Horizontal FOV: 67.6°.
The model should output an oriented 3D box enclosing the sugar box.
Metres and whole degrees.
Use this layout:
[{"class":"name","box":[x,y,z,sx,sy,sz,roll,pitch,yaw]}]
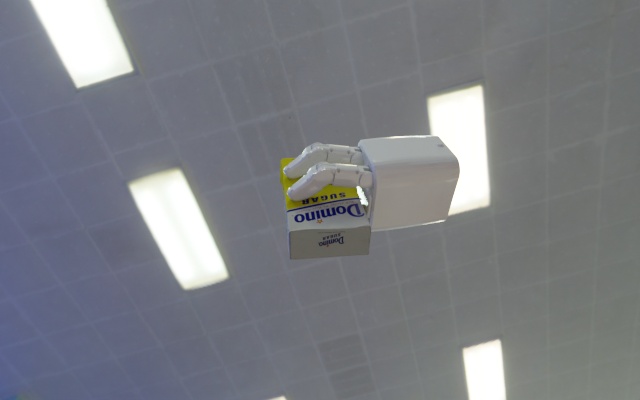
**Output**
[{"class":"sugar box","box":[0.000,0.001,0.597,0.093,0.048,0.176,-3,30,-7]}]
